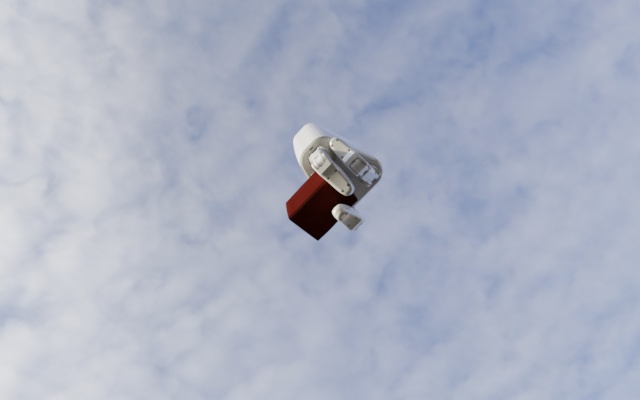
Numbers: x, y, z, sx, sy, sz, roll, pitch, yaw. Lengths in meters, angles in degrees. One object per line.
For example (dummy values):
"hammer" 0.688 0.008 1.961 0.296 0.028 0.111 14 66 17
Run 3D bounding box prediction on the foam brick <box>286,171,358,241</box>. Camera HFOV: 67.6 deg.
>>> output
"foam brick" 0.000 0.002 0.621 0.053 0.078 0.051 41 9 -23
